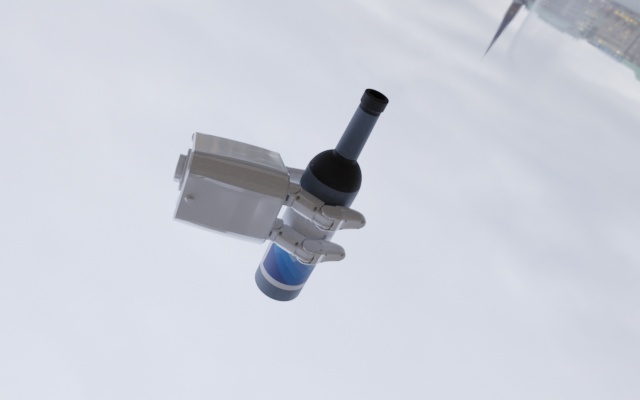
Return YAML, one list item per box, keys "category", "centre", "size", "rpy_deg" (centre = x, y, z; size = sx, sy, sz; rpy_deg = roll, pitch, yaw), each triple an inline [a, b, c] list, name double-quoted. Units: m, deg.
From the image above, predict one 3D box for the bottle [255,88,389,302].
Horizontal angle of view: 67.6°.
- category: "bottle"
  centre: [0.000, 0.002, 0.565]
  size: [0.069, 0.296, 0.069]
  rpy_deg: [19, 34, -14]
